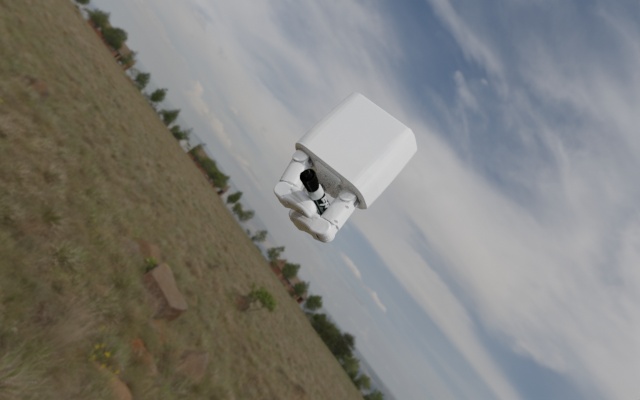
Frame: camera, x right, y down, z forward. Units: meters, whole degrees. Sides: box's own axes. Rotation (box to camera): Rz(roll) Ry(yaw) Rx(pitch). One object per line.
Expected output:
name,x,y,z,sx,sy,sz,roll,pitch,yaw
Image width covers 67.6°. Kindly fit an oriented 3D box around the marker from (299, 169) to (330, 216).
marker,0.000,0.002,0.559,0.020,0.020,0.121,0,-32,18
